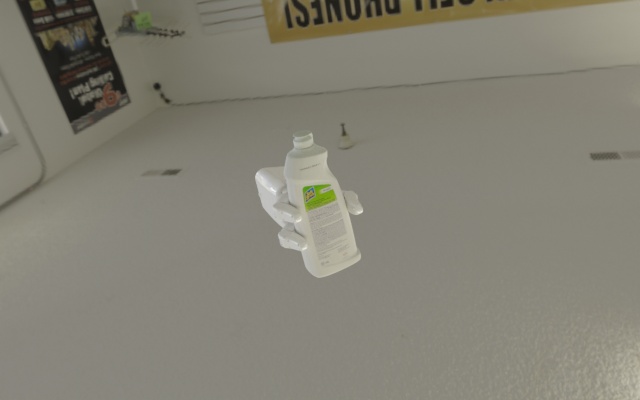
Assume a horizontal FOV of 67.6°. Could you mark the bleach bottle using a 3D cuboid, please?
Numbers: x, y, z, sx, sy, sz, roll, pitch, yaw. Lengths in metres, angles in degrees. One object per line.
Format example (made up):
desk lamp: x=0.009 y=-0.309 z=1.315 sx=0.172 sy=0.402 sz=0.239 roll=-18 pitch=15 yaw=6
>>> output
bleach bottle: x=0.000 y=0.003 z=0.797 sx=0.102 sy=0.251 sz=0.068 roll=-22 pitch=30 yaw=-21
